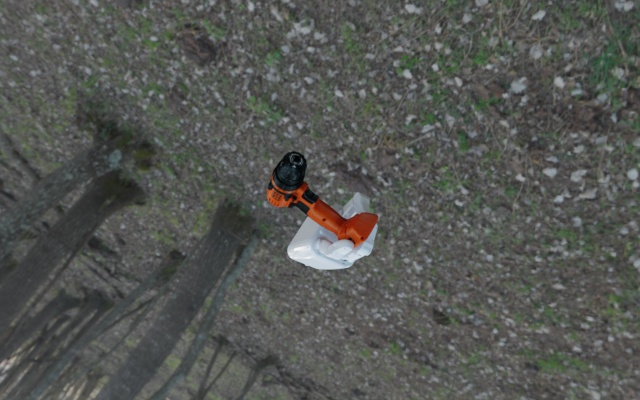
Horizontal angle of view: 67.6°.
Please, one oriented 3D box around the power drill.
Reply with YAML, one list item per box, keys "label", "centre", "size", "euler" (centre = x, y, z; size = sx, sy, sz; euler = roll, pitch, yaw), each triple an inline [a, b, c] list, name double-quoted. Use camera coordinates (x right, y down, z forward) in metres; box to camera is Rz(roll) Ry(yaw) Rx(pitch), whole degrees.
- label: "power drill"
  centre: [0.000, 0.003, 0.792]
  size: [0.187, 0.057, 0.184]
  euler: [35, -20, -2]
